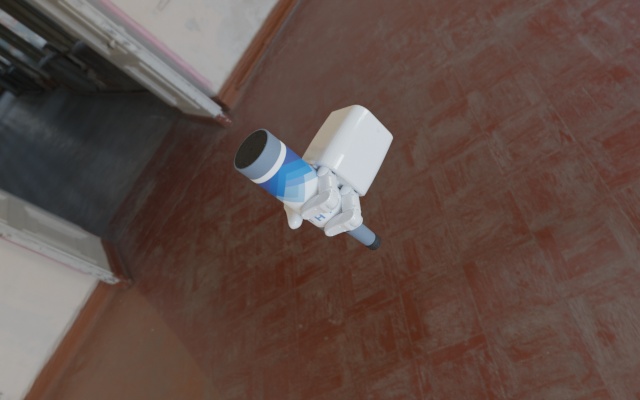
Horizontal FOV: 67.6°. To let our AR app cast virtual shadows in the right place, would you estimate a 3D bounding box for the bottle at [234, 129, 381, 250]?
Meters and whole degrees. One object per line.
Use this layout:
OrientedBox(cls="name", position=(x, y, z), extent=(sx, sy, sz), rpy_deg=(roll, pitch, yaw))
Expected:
OrientedBox(cls="bottle", position=(0.000, 0.002, 0.726), extent=(0.069, 0.069, 0.296), rpy_deg=(0, -29, 46))
